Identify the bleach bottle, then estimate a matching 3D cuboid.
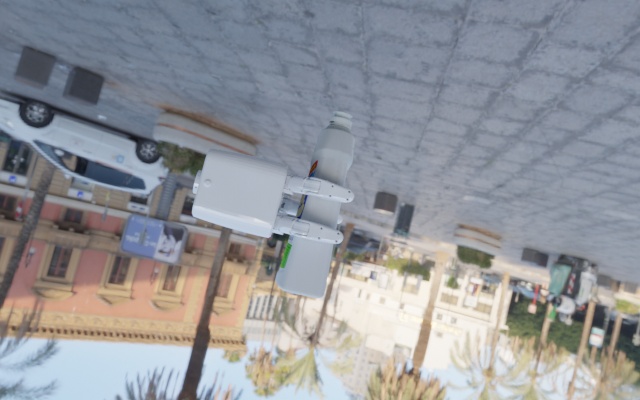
[{"bbox_3d":[0.000,0.002,0.664,0.068,0.251,0.102,14,-4,-7],"label":"bleach bottle"}]
